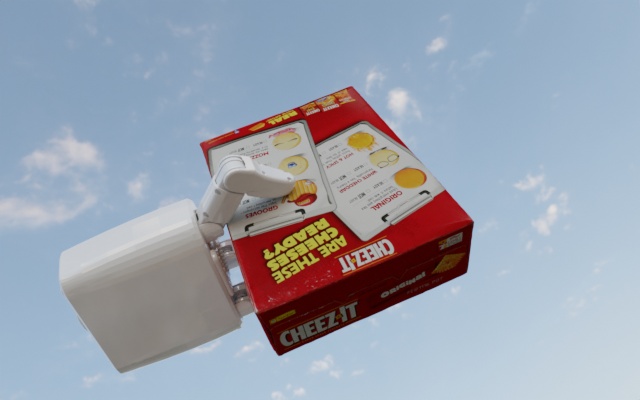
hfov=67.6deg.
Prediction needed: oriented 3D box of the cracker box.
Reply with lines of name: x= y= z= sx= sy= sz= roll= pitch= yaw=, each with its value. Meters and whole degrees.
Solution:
cracker box: x=0.000 y=0.001 z=0.413 sx=0.164 sy=0.072 sz=0.213 roll=-22 pitch=45 yaw=-8
